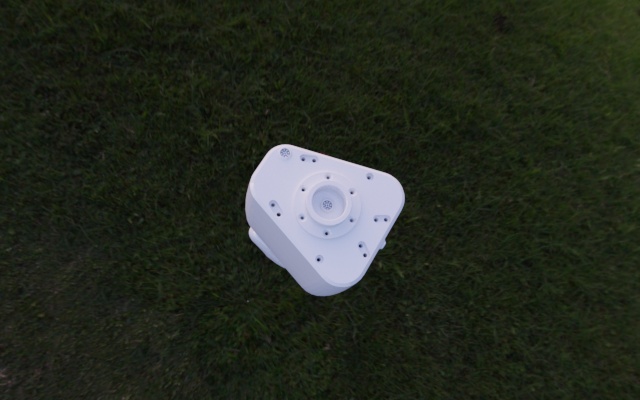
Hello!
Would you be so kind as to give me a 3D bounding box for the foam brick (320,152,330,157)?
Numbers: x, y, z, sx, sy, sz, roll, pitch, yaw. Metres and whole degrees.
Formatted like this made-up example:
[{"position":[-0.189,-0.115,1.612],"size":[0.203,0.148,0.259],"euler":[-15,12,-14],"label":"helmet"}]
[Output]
[{"position":[0.000,0.001,0.474],"size":[0.053,0.078,0.051],"euler":[32,-15,0],"label":"foam brick"}]
